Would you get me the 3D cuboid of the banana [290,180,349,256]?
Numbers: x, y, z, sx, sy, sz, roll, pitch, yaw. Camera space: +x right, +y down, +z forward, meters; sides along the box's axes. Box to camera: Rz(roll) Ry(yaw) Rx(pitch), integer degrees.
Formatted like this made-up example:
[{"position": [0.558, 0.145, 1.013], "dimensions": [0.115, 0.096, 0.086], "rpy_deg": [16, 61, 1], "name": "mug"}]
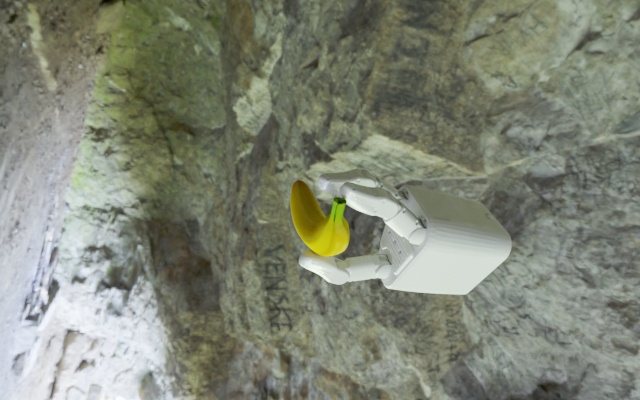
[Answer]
[{"position": [-0.002, 0.020, 0.530], "dimensions": [0.037, 0.069, 0.198], "rpy_deg": [9, 5, -17], "name": "banana"}]
